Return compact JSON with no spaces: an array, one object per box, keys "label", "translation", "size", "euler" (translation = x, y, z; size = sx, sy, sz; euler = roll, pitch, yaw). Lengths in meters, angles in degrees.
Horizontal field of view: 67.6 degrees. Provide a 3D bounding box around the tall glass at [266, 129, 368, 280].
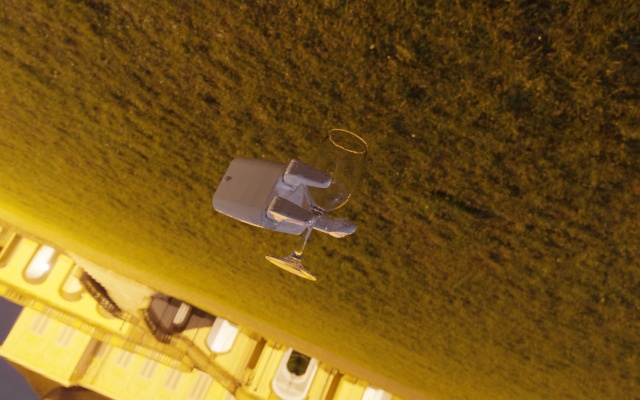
[{"label":"tall glass","translation":[0.000,0.003,0.656],"size":[0.079,0.201,0.079],"euler":[23,-16,7]}]
